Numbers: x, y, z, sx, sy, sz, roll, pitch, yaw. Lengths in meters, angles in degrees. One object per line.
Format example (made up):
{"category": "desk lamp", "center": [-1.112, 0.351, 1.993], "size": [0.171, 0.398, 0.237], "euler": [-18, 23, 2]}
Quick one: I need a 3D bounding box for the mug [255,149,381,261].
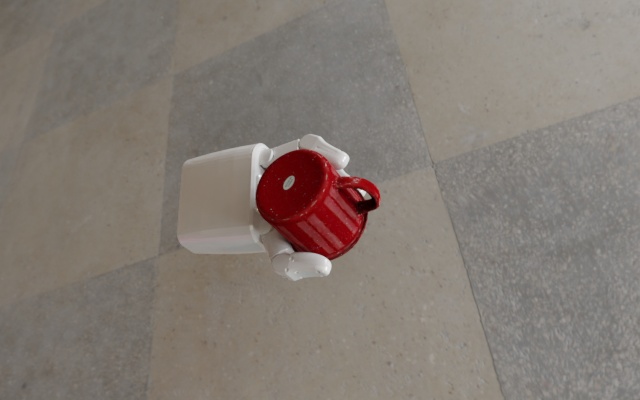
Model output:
{"category": "mug", "center": [0.001, 0.001, 0.466], "size": [0.117, 0.093, 0.081], "euler": [-8, -32, 25]}
